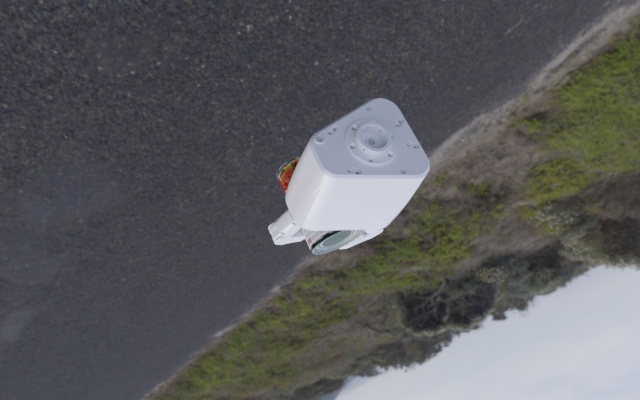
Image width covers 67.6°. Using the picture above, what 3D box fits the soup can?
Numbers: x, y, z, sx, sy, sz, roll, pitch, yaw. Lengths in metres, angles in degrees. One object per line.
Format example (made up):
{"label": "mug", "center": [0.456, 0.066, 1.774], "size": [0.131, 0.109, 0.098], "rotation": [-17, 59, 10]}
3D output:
{"label": "soup can", "center": [0.000, 0.002, 0.548], "size": [0.068, 0.102, 0.068], "rotation": [-22, -20, -9]}
